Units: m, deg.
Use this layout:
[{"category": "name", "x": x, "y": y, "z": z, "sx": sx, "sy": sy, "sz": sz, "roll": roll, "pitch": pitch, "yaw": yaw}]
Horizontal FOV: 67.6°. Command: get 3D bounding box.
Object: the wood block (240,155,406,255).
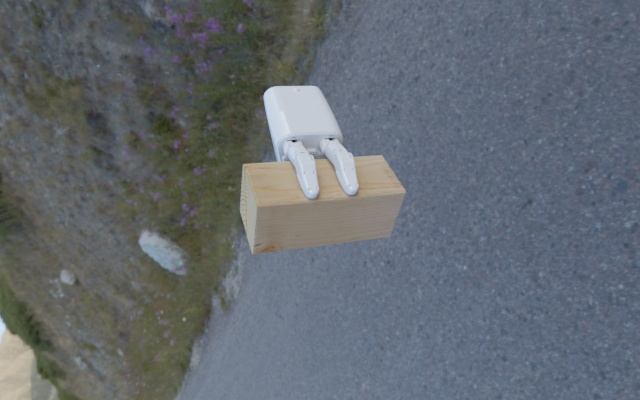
[{"category": "wood block", "x": 0.000, "y": 0.002, "z": 0.667, "sx": 0.206, "sy": 0.091, "sz": 0.090, "roll": -6, "pitch": 43, "yaw": -20}]
